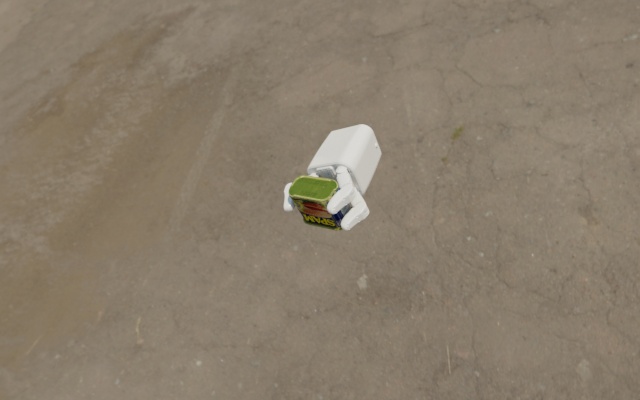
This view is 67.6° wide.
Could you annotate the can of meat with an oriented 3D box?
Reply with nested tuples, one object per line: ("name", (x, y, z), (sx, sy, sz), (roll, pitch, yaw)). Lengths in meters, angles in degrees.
("can of meat", (0.000, 0.003, 0.873), (0.102, 0.057, 0.084), (10, -34, 34))
